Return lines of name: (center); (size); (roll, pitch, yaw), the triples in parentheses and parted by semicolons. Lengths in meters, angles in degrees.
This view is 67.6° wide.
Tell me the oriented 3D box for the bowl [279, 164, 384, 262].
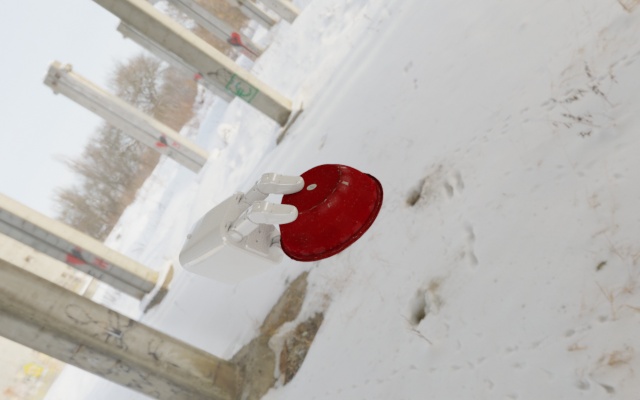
bowl: (0.001, 0.001, 0.634); (0.162, 0.162, 0.055); (0, -43, 43)
